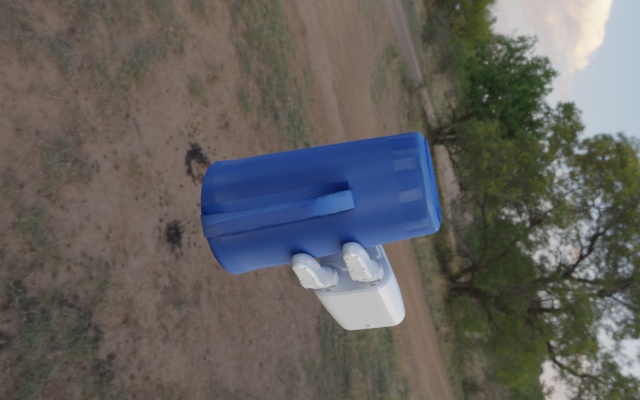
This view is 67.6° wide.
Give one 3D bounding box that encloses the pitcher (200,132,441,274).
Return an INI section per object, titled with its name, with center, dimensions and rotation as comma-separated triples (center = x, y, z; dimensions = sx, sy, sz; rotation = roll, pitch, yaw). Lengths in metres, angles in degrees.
[pitcher]
center = 0.000, 0.002, 0.517
dimensions = 0.243, 0.149, 0.145
rotation = -10, -44, 16
